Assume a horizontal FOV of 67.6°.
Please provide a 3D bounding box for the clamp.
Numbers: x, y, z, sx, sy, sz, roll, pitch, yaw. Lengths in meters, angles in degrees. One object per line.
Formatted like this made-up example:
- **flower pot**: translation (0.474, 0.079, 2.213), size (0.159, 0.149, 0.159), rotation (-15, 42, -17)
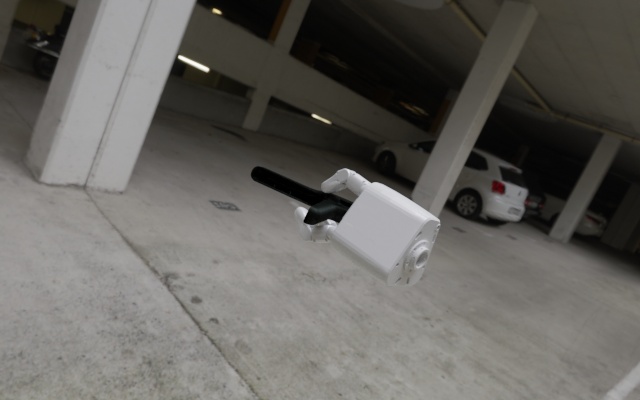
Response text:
- **clamp**: translation (0.001, 0.002, 0.745), size (0.164, 0.036, 0.210), rotation (36, 14, 38)
